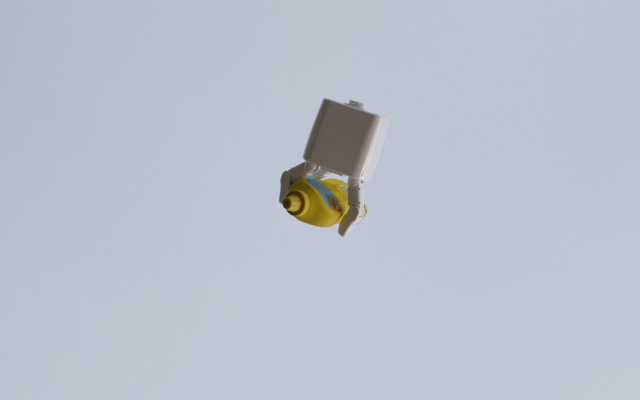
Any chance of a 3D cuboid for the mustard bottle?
[{"bbox_3d":[0.000,0.003,0.800,0.058,0.096,0.191,-49,-23,22],"label":"mustard bottle"}]
